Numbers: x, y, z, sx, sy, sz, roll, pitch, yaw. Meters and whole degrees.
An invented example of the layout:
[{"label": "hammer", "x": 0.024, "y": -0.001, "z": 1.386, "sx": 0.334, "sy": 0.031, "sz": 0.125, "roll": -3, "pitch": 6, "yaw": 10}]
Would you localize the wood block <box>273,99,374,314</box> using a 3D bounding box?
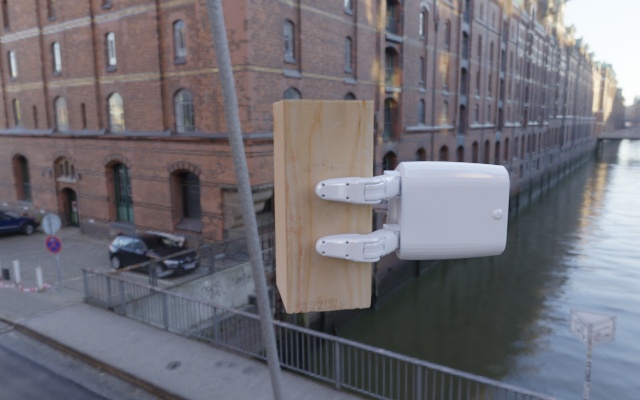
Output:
[{"label": "wood block", "x": 0.000, "y": 0.001, "z": 0.500, "sx": 0.090, "sy": 0.206, "sz": 0.091, "roll": -2, "pitch": 10, "yaw": -11}]
